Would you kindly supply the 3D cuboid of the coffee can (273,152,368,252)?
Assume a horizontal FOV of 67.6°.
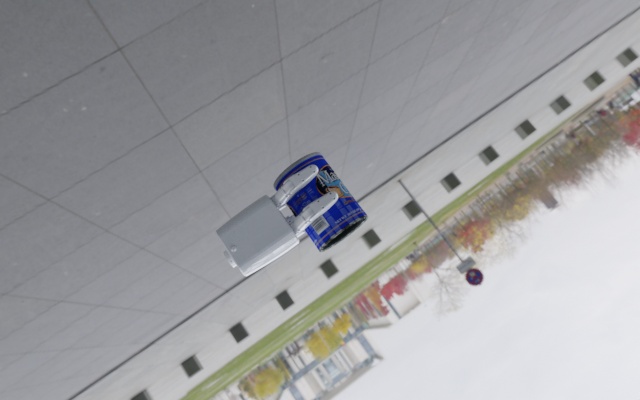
[{"bbox_3d":[0.000,0.002,0.821,0.103,0.140,0.103,-34,-12,-8],"label":"coffee can"}]
